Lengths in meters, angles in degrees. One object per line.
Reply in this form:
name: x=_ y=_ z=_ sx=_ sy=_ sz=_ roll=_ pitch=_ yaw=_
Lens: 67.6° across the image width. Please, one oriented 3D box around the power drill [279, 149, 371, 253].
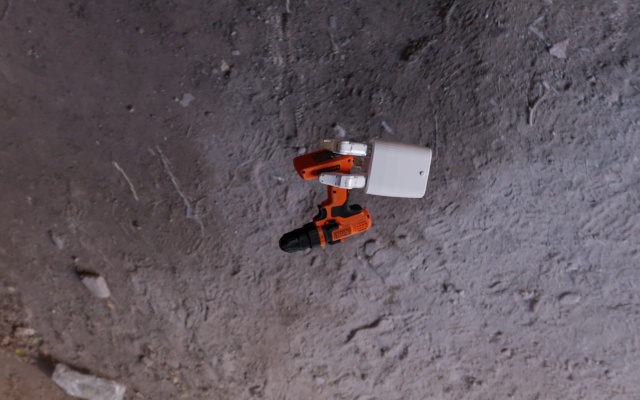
power drill: x=0.000 y=0.002 z=0.879 sx=0.184 sy=0.188 sz=0.057 roll=-18 pitch=36 yaw=-14
